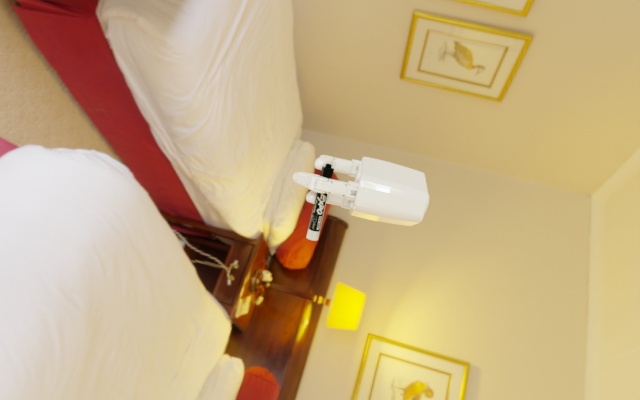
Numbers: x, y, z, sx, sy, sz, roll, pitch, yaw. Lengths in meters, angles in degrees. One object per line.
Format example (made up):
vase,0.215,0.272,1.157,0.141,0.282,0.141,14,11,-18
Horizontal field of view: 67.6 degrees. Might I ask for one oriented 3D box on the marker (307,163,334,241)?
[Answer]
marker,0.000,0.002,0.736,0.020,0.121,0.020,12,11,-2
